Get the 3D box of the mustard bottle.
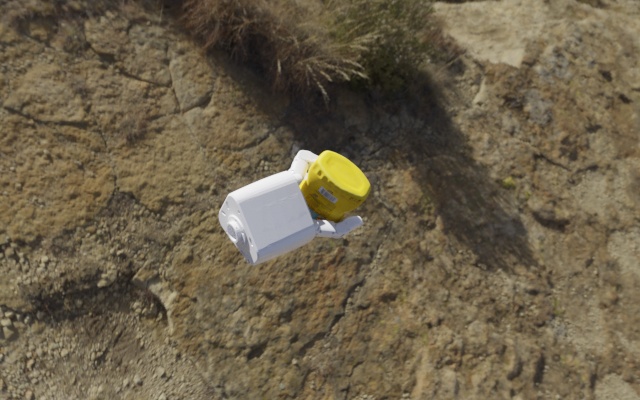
[{"bbox_3d":[0.000,0.002,0.793,0.096,0.058,0.192,38,-37,-3],"label":"mustard bottle"}]
